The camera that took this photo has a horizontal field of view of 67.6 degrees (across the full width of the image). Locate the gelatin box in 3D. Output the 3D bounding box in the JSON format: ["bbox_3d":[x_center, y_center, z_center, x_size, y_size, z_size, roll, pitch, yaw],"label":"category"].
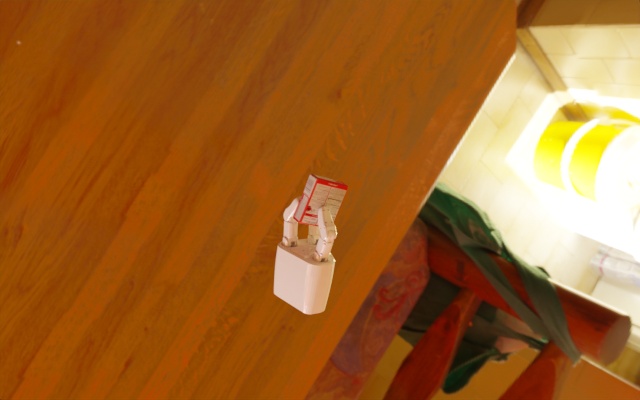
[{"bbox_3d":[0.000,0.003,0.858,0.073,0.089,0.030,12,16,-36],"label":"gelatin box"}]
